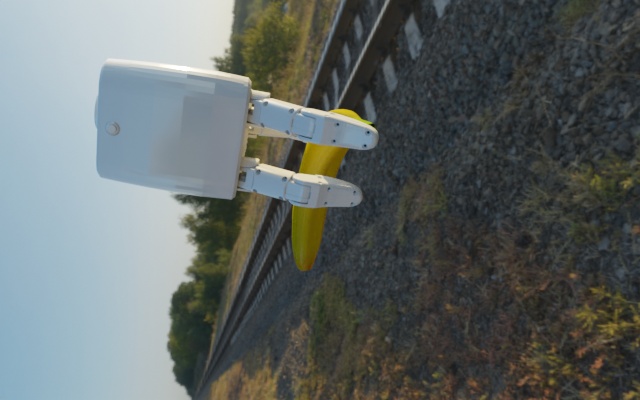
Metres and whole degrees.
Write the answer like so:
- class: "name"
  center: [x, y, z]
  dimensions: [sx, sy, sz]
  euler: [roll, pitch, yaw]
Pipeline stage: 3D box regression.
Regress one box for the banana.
- class: "banana"
  center: [-0.001, -0.015, 0.447]
  dimensions: [0.037, 0.069, 0.198]
  euler: [6, -43, -14]
